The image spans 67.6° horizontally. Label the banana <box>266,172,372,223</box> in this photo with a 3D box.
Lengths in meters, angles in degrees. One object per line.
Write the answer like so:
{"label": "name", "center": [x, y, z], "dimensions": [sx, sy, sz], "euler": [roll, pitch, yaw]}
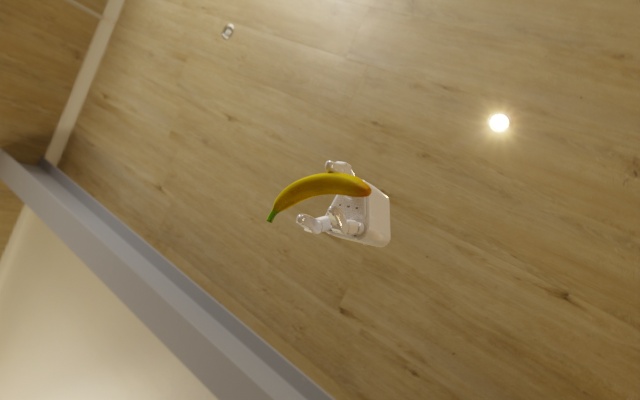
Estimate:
{"label": "banana", "center": [-0.004, -0.014, 0.805], "dimensions": [0.198, 0.069, 0.037], "euler": [-17, -26, 27]}
